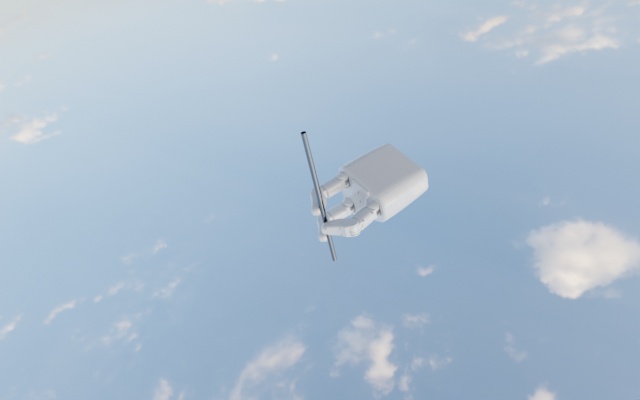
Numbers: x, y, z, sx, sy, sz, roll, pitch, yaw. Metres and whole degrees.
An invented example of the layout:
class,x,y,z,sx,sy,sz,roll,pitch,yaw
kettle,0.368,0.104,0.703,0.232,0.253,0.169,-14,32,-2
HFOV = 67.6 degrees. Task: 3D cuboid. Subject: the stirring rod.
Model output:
class,x,y,z,sx,sy,sz,roll,pitch,yaw
stirring rod,0.000,0.002,0.726,0.011,0.240,0.011,-9,35,7
